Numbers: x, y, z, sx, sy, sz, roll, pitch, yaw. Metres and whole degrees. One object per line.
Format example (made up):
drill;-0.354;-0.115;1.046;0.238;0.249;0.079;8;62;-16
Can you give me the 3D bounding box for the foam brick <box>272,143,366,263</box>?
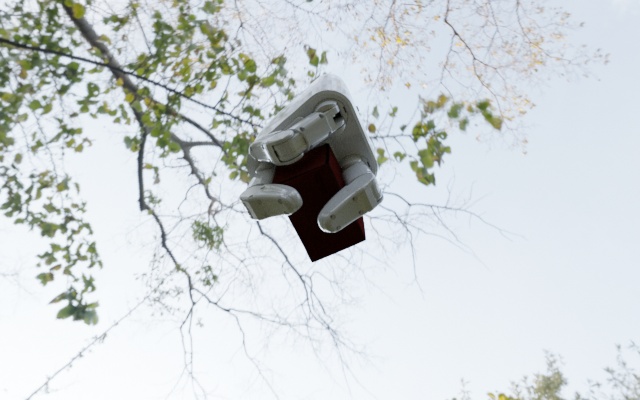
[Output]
foam brick;0.000;0.002;0.408;0.053;0.078;0.051;-22;22;10
